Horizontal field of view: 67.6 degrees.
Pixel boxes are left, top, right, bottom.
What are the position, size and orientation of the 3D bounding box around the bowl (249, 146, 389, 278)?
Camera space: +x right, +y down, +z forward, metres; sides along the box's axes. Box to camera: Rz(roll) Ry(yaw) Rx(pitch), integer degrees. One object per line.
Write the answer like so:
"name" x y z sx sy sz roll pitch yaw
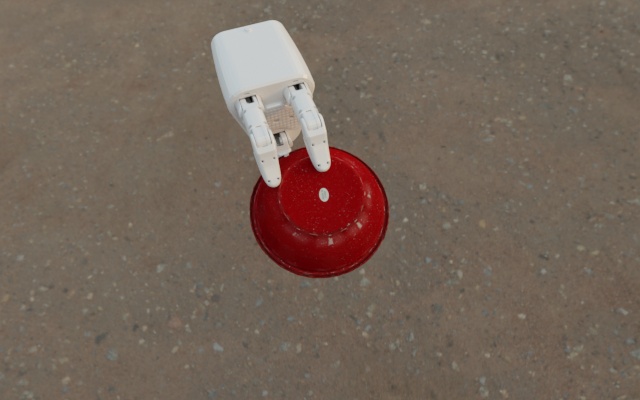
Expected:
"bowl" 0.001 0.003 0.528 0.162 0.162 0.055 0 -19 -3
